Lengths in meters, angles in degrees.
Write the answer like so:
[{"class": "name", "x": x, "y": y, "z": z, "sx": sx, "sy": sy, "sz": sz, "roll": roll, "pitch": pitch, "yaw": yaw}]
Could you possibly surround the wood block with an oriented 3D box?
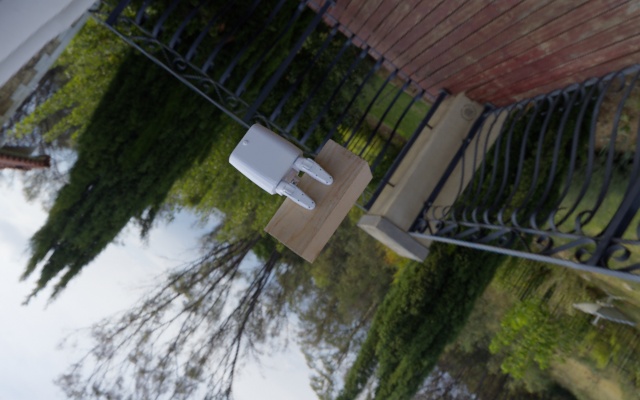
[{"class": "wood block", "x": 0.000, "y": 0.003, "z": 0.895, "sx": 0.090, "sy": 0.206, "sz": 0.091, "roll": 34, "pitch": -6, "yaw": 19}]
